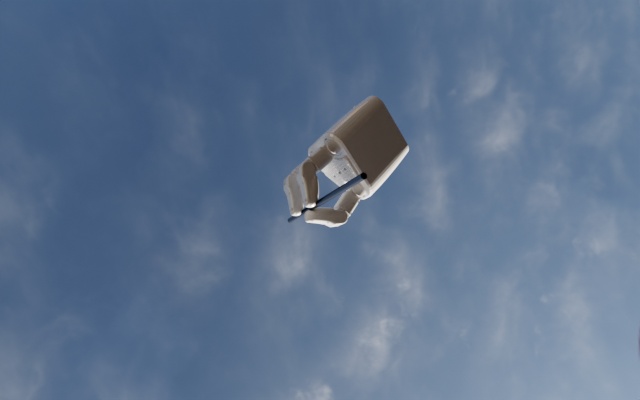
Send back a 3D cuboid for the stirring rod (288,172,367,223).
[{"bbox_3d":[0.000,0.002,0.617,0.011,0.011,0.239,0,-14,-23],"label":"stirring rod"}]
